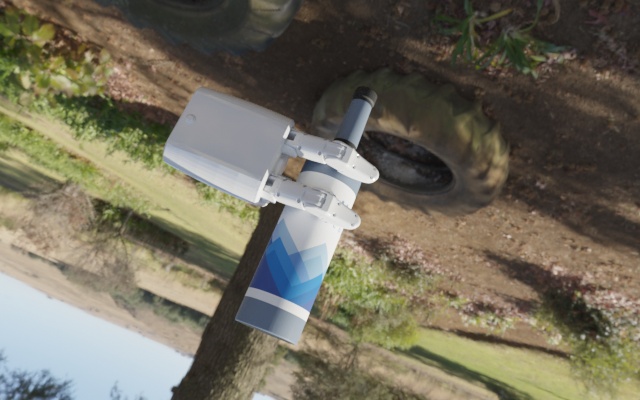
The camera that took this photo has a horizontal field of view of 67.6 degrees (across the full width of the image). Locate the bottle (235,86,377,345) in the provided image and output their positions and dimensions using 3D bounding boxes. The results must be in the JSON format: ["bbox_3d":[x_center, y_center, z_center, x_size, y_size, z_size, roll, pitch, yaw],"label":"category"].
[{"bbox_3d":[0.000,0.002,0.517,0.069,0.295,0.069,20,-19,7],"label":"bottle"}]
